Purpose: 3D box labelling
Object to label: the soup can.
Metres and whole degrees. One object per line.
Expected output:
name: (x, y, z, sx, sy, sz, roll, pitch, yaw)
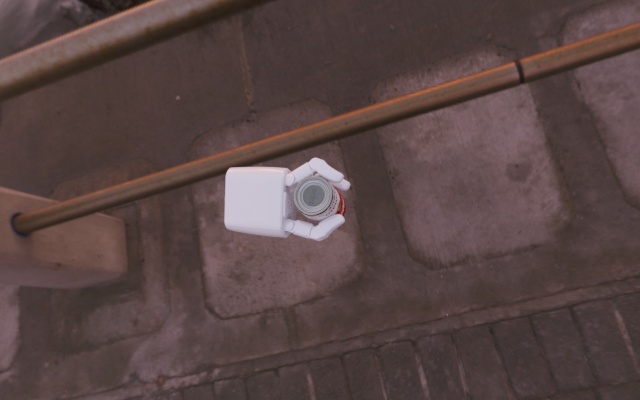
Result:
soup can: (0.001, 0.003, 0.800, 0.068, 0.068, 0.102, 0, -13, 15)
